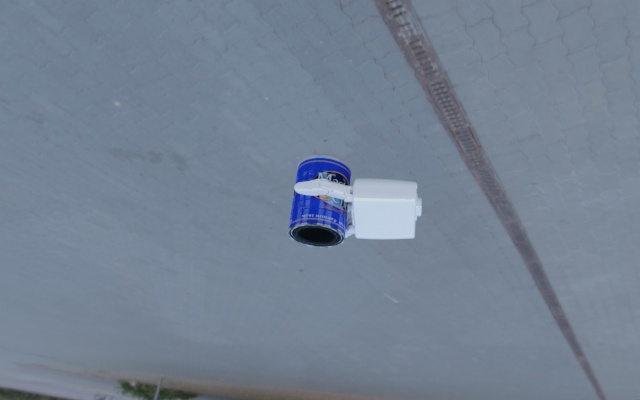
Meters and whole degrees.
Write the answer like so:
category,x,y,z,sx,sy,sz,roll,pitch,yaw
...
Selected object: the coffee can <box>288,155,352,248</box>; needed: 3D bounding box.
category,x,y,z,sx,sy,sz,roll,pitch,yaw
coffee can,0.000,0.003,0.868,0.103,0.140,0.103,6,-28,3
